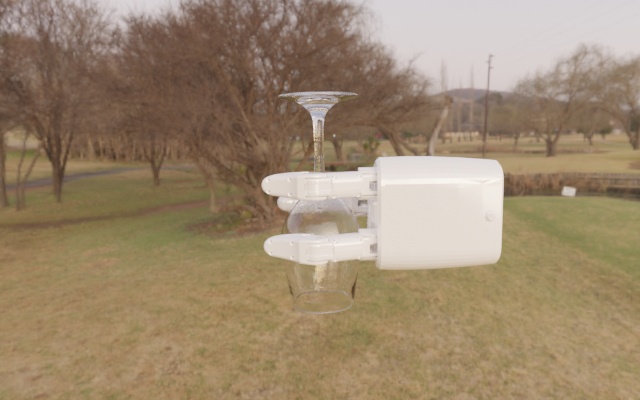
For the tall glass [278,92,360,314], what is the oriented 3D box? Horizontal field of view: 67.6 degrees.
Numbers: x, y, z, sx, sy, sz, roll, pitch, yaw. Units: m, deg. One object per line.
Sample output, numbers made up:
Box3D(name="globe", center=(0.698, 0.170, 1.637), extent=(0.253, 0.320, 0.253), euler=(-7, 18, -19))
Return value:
Box3D(name="tall glass", center=(0.000, 0.001, 0.456), extent=(0.079, 0.201, 0.079), euler=(-1, 8, 0))
